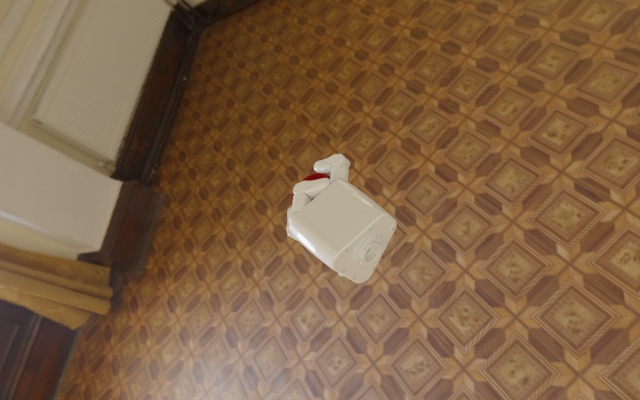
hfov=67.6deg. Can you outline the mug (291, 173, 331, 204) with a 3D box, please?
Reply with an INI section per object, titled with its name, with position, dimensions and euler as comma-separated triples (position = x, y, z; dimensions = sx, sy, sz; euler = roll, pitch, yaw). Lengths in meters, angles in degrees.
[mug]
position = -0.001, 0.002, 0.783
dimensions = 0.117, 0.093, 0.081
euler = 36, 0, 44
